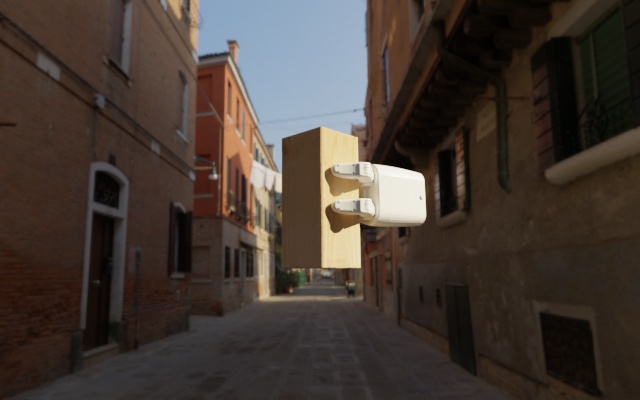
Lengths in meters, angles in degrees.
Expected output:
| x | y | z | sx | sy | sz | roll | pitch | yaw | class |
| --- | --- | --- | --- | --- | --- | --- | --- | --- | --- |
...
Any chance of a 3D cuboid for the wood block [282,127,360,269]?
| x | y | z | sx | sy | sz | roll | pitch | yaw | class |
| --- | --- | --- | --- | --- | --- | --- | --- | --- | --- |
| 0.000 | 0.002 | 0.746 | 0.091 | 0.206 | 0.090 | -9 | -12 | 44 | wood block |
